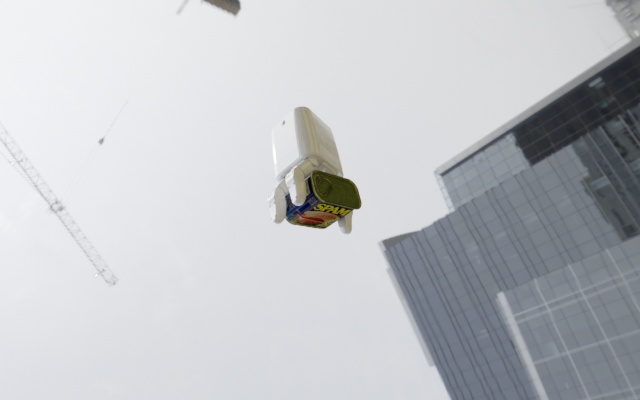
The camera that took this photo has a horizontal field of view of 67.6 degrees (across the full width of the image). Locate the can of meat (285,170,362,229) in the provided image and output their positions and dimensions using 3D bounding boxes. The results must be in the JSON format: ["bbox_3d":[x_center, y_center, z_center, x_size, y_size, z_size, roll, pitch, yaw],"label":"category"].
[{"bbox_3d":[0.000,0.003,0.767,0.102,0.057,0.084,13,-37,-41],"label":"can of meat"}]
